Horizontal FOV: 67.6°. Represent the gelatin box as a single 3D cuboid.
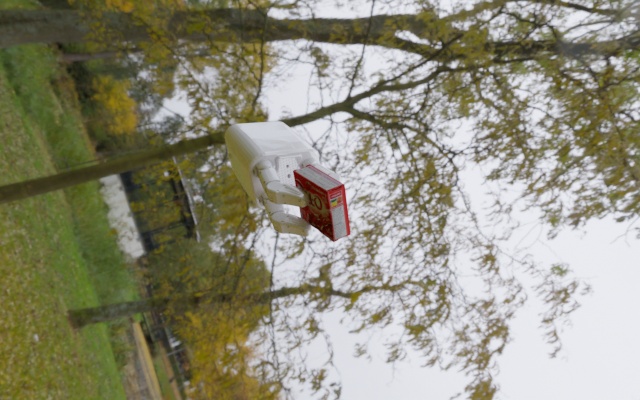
[{"bbox_3d":[0.001,0.002,0.617,0.030,0.073,0.089,-22,31,-25],"label":"gelatin box"}]
